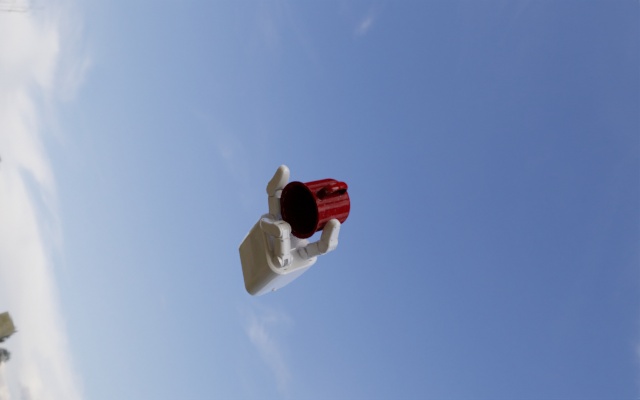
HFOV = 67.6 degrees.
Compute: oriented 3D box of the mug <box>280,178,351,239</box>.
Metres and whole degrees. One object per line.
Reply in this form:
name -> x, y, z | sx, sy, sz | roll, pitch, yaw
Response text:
mug -> 0.001, 0.002, 0.766 | 0.081, 0.093, 0.117 | -13, -23, -42
